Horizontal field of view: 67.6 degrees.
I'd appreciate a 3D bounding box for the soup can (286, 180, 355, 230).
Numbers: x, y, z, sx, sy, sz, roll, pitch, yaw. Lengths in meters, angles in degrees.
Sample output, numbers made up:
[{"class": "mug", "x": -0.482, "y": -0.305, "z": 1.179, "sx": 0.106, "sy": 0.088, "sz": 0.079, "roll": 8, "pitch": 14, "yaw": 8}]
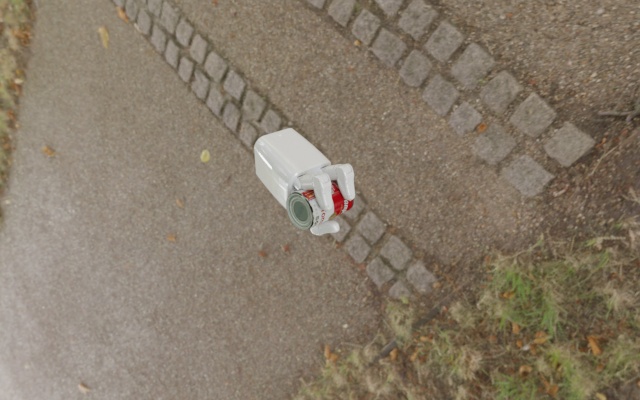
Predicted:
[{"class": "soup can", "x": 0.000, "y": 0.003, "z": 0.818, "sx": 0.102, "sy": 0.068, "sz": 0.068, "roll": -24, "pitch": 15, "yaw": -39}]
